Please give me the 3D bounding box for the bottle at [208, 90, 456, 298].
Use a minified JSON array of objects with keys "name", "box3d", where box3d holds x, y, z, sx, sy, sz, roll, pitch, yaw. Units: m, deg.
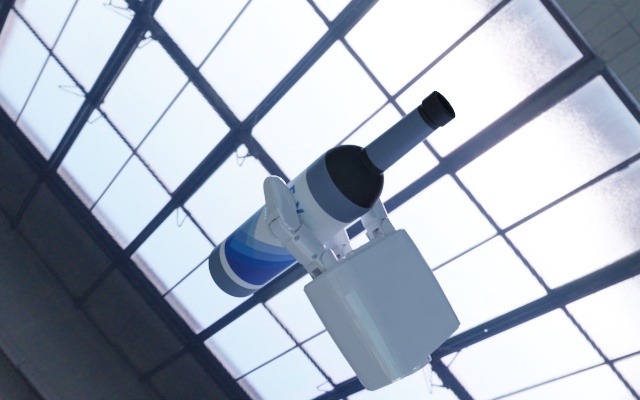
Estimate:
[{"name":"bottle","box3d":[0.000,0.002,0.449,0.296,0.069,0.069,-38,-24,34]}]
